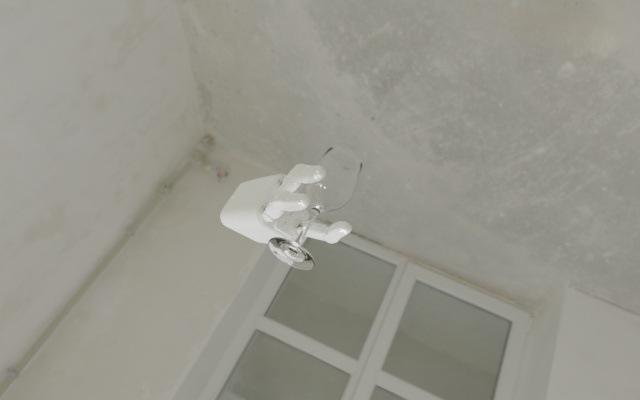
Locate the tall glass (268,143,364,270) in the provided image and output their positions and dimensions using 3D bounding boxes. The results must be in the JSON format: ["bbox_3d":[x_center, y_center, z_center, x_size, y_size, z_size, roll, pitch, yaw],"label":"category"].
[{"bbox_3d":[0.000,0.003,0.727,0.079,0.201,0.079,21,-32,14],"label":"tall glass"}]
